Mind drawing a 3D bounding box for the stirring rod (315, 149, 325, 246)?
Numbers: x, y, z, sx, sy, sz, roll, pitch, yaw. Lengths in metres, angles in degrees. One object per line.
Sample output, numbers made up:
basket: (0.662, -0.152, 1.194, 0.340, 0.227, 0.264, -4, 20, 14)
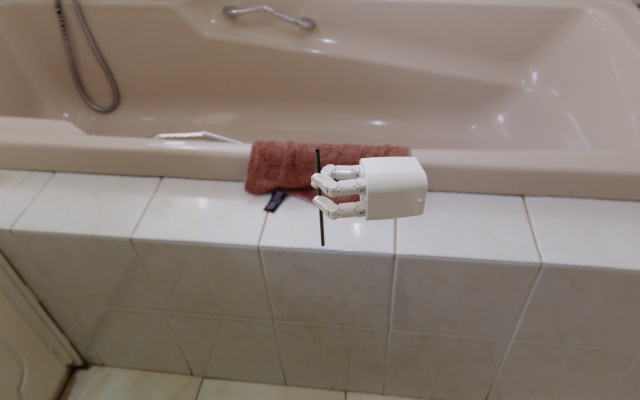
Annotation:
stirring rod: (0.000, 0.003, 0.894, 0.011, 0.240, 0.011, -2, 43, 2)
